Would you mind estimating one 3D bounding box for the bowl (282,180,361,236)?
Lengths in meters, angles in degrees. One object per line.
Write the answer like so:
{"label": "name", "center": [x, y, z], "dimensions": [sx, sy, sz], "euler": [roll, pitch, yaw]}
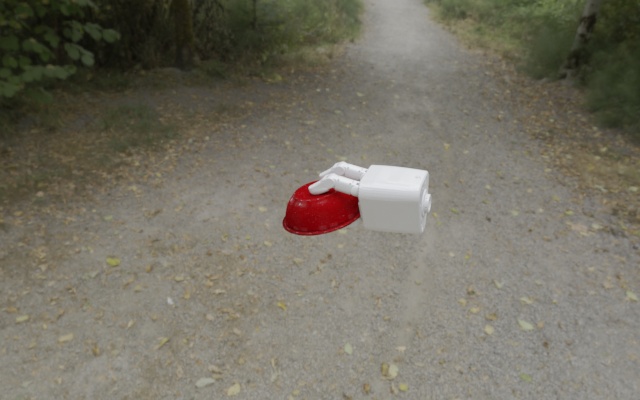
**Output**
{"label": "bowl", "center": [-0.001, 0.003, 0.899], "dimensions": [0.162, 0.055, 0.162], "euler": [-12, 23, 5]}
